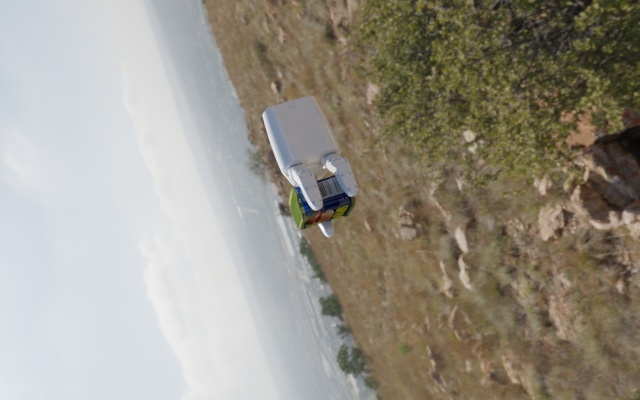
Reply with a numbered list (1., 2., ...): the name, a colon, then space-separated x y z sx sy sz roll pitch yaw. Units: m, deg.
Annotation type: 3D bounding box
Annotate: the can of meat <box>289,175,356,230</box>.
1. can of meat: 0.000 0.003 0.733 0.084 0.057 0.102 -18 -14 -12
